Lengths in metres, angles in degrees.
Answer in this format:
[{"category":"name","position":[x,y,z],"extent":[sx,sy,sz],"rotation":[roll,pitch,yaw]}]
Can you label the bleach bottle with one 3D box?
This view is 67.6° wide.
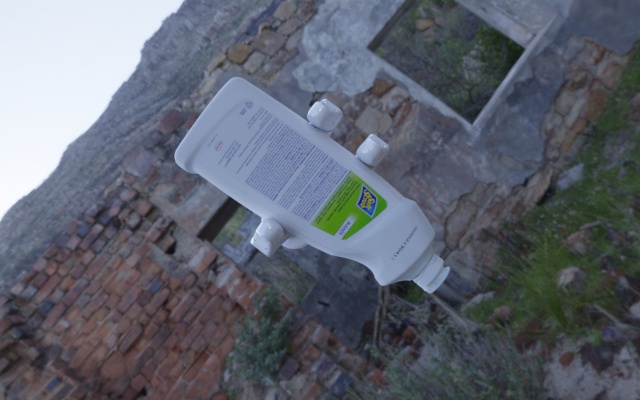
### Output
[{"category":"bleach bottle","position":[0.000,0.001,0.428],"extent":[0.251,0.102,0.068],"rotation":[37,2,4]}]
